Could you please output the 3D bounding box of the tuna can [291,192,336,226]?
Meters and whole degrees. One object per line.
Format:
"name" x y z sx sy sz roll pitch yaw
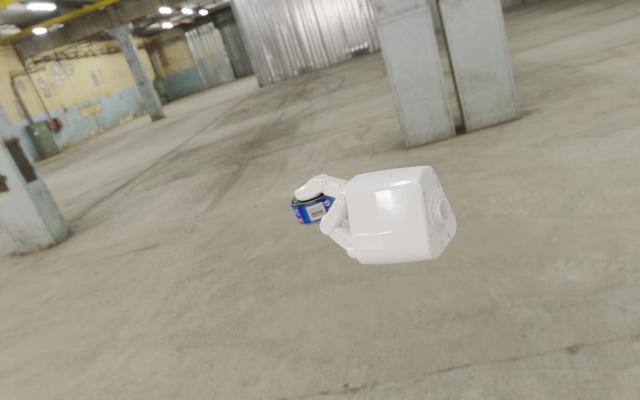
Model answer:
"tuna can" 0.000 0.002 0.706 0.086 0.034 0.086 -22 14 6
